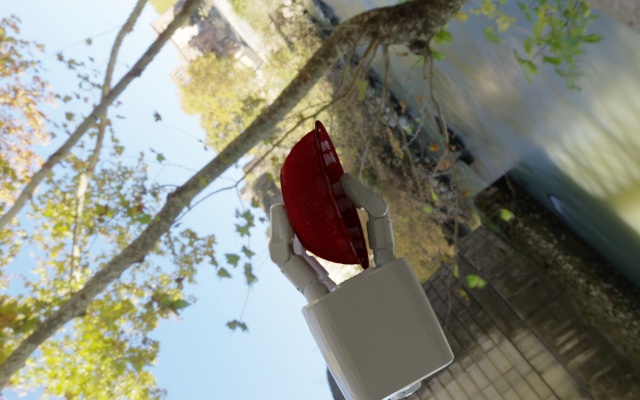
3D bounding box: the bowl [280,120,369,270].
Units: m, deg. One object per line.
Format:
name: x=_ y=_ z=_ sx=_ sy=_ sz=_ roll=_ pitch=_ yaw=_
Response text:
bowl: x=-0.001 y=0.001 z=0.495 sx=0.055 sy=0.162 sz=0.162 roll=-18 pitch=-3 yaw=9
